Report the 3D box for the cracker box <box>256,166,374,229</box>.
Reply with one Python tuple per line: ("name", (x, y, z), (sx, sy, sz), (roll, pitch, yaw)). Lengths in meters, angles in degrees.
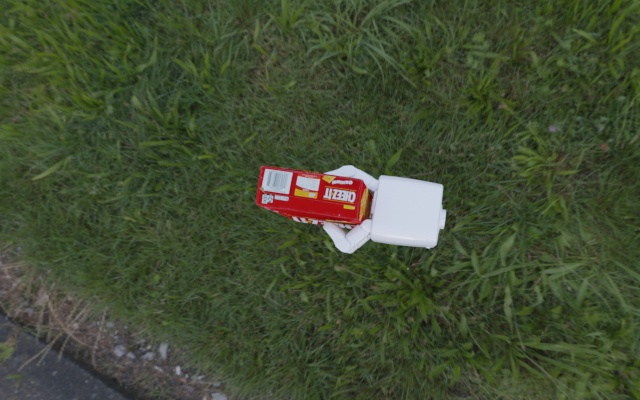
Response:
("cracker box", (0.000, 0.002, 0.822), (0.164, 0.072, 0.214), (8, -6, 11))
